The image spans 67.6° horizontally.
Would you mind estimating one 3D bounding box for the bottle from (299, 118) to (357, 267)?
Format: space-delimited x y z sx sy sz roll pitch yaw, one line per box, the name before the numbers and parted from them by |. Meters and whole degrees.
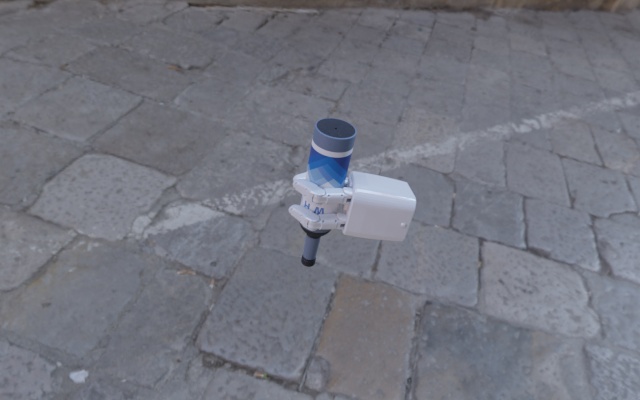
bottle | 0.000 0.002 0.832 0.069 0.296 0.069 8 37 -6
